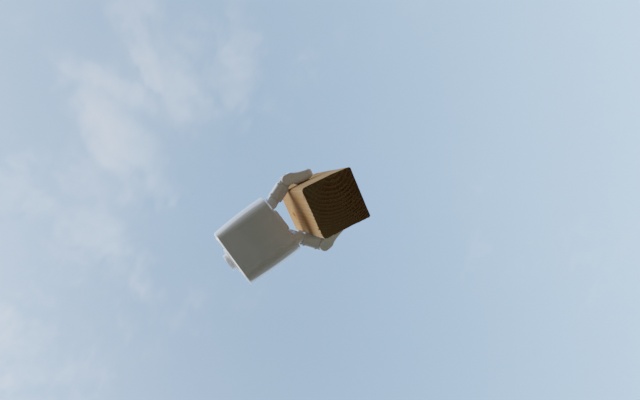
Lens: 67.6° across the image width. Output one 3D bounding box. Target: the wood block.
[{"bbox_3d":[0.000,0.003,0.854,0.090,0.091,0.206,-26,7,-13],"label":"wood block"}]
